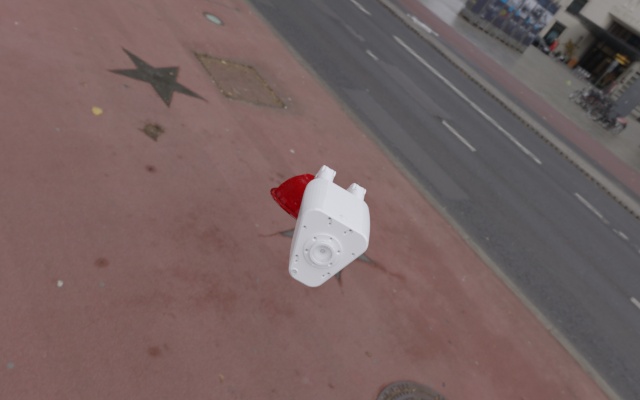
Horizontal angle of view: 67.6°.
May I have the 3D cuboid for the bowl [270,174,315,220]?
[{"bbox_3d":[0.000,0.002,0.788,0.162,0.055,0.162,30,11,-7],"label":"bowl"}]
